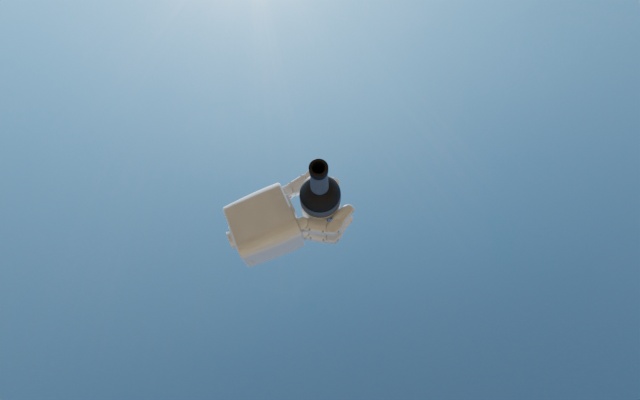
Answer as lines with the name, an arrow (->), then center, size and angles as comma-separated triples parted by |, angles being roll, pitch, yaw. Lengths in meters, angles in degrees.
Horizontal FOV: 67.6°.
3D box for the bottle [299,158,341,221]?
bottle -> 0.000, 0.003, 0.792 | 0.069, 0.069, 0.296 | 0, -19, 1
